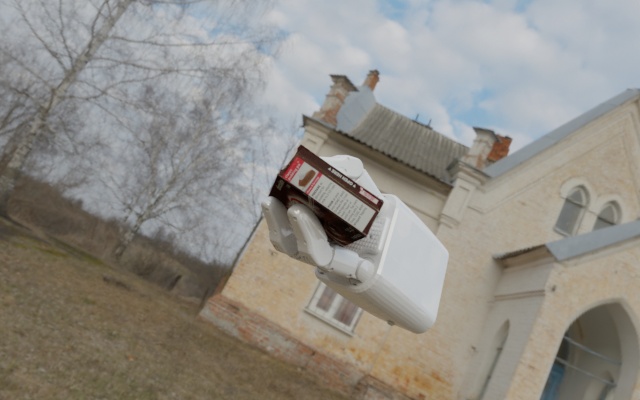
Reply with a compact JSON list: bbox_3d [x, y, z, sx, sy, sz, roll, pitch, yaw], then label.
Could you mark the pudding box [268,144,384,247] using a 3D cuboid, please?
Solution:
[{"bbox_3d":[0.000,0.001,0.442,0.090,0.039,0.113,34,-17,-3],"label":"pudding box"}]
